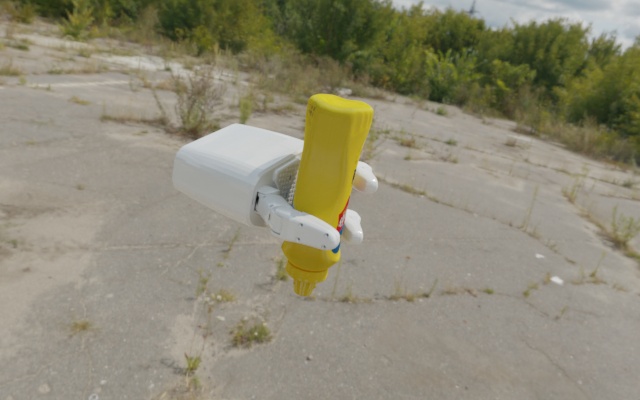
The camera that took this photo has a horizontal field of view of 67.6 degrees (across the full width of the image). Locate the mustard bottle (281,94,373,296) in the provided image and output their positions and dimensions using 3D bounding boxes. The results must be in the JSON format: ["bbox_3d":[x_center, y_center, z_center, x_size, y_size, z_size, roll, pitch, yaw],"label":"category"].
[{"bbox_3d":[0.000,0.001,0.446,0.058,0.192,0.096,13,17,3],"label":"mustard bottle"}]
